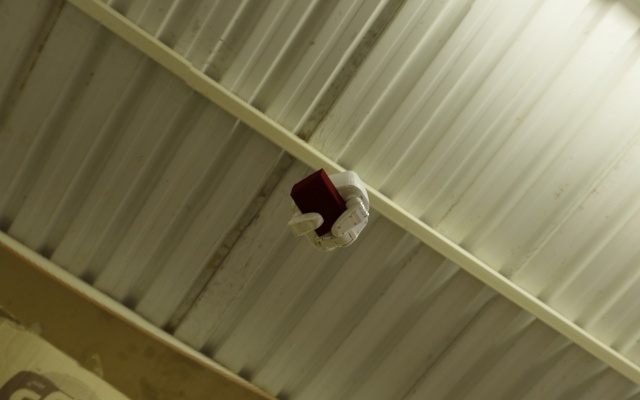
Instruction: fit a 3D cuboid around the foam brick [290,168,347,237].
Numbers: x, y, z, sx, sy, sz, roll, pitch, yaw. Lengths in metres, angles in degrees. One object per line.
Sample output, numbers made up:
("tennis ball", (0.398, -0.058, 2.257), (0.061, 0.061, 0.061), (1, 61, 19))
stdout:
("foam brick", (0.000, 0.002, 0.682), (0.053, 0.078, 0.051), (-30, 14, 12))
